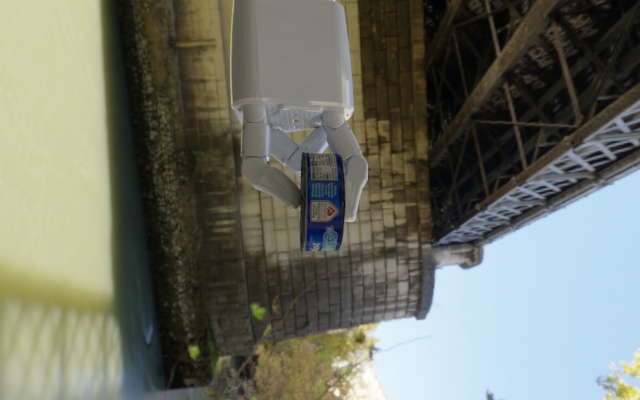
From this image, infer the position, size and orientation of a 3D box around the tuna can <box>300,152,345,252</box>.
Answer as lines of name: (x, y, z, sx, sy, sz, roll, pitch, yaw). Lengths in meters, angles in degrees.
tuna can: (0.001, 0.001, 0.413, 0.034, 0.086, 0.086, 1, 0, -4)
